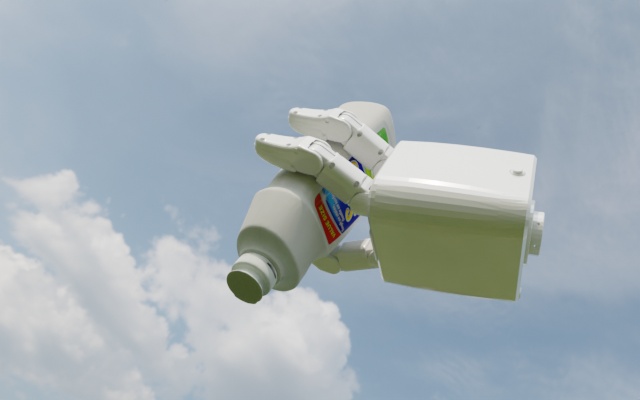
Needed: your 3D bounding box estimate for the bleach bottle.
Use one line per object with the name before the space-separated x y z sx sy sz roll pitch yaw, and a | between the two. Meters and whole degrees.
bleach bottle | 0.000 0.001 0.416 0.068 0.103 0.250 8 34 23
